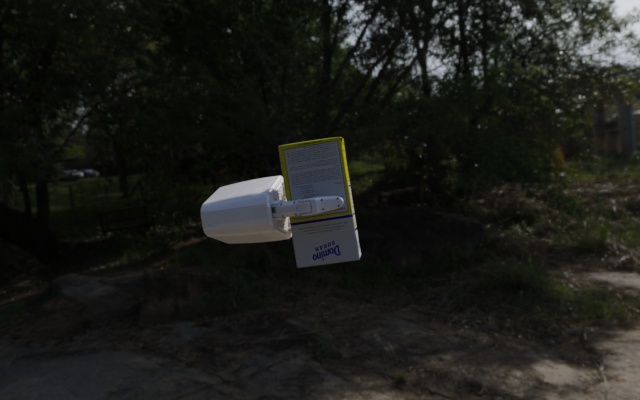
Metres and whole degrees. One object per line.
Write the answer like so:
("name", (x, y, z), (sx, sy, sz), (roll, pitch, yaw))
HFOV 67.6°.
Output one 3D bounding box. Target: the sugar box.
("sugar box", (0.000, 0.002, 0.687), (0.093, 0.176, 0.048), (-8, 4, 8))
